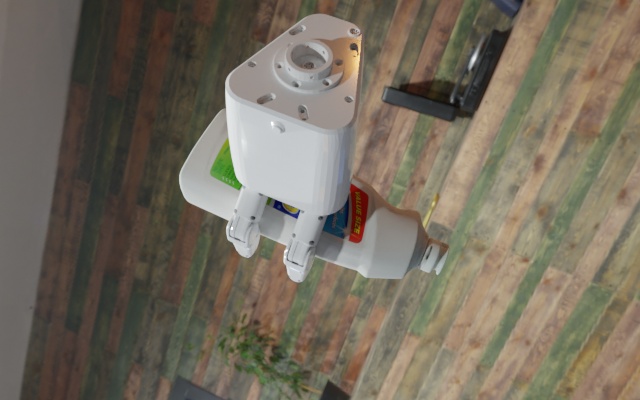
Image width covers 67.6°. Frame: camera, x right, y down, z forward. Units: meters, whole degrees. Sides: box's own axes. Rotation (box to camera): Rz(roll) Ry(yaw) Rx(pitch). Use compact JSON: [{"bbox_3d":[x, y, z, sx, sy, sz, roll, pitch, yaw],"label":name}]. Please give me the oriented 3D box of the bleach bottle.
[{"bbox_3d":[0.000,0.002,0.456,0.251,0.102,0.068,22,-28,9],"label":"bleach bottle"}]
